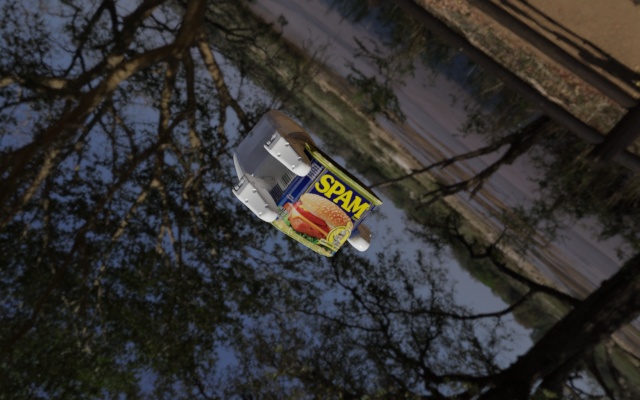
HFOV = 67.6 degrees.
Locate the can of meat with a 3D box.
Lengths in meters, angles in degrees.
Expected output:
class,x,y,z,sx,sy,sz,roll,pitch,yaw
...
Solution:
class,x,y,z,sx,sy,sz,roll,pitch,yaw
can of meat,0.000,0.002,0.502,0.102,0.084,0.057,35,10,-34
